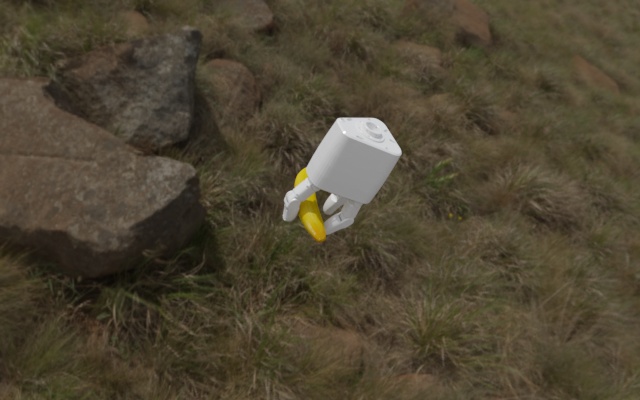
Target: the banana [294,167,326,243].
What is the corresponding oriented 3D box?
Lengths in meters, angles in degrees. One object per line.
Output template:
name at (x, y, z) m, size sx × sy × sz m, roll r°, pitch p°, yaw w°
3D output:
banana at (-0.016, -0.007, 0.839) m, size 0.069 × 0.037 × 0.197 m, roll 27°, pitch 33°, yaw -16°
